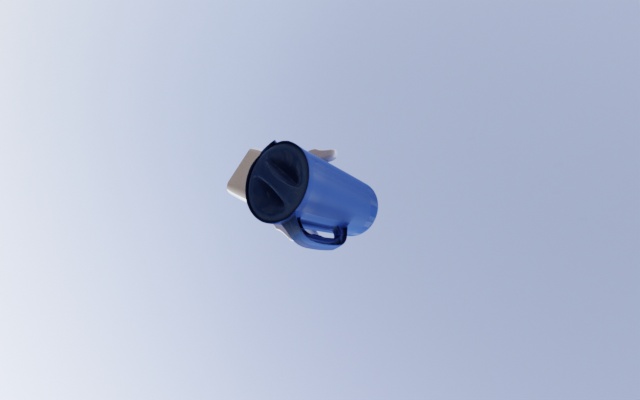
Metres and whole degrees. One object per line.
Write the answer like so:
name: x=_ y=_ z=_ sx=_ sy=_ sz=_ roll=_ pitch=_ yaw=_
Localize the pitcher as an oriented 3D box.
pitcher: x=0.000 y=0.003 z=0.827 sx=0.145 sy=0.149 sz=0.243 roll=18 pitch=0 yaw=39
